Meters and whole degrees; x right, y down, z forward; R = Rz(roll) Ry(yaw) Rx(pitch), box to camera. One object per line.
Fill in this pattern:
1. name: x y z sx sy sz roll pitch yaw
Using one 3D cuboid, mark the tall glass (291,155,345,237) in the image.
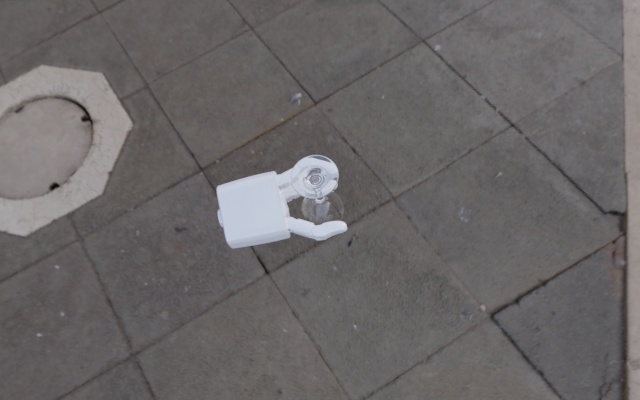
1. tall glass: 0.000 0.002 0.819 0.079 0.079 0.201 0 -24 6
